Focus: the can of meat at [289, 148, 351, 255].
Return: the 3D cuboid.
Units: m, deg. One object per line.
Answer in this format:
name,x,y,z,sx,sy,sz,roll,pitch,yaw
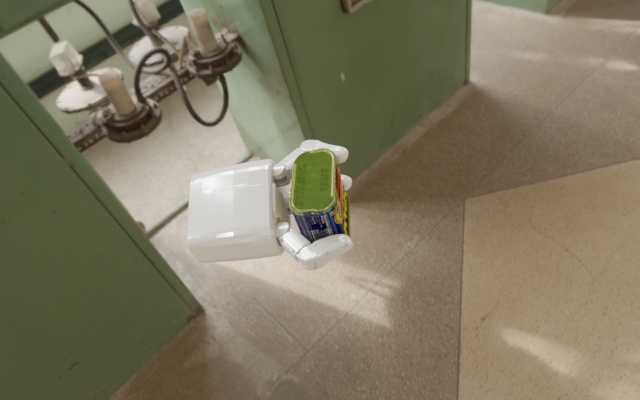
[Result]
can of meat,0.000,0.002,0.563,0.057,0.102,0.084,-7,-41,10
